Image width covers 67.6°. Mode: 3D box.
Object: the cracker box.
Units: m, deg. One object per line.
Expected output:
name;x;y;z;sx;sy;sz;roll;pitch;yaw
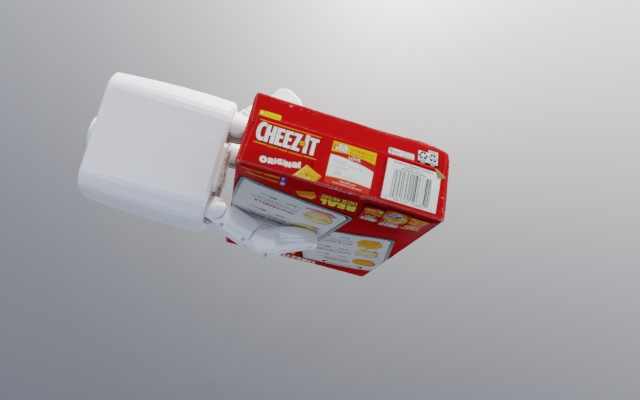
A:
cracker box;0.000;0.002;0.456;0.164;0.072;0.214;16;-23;-7
